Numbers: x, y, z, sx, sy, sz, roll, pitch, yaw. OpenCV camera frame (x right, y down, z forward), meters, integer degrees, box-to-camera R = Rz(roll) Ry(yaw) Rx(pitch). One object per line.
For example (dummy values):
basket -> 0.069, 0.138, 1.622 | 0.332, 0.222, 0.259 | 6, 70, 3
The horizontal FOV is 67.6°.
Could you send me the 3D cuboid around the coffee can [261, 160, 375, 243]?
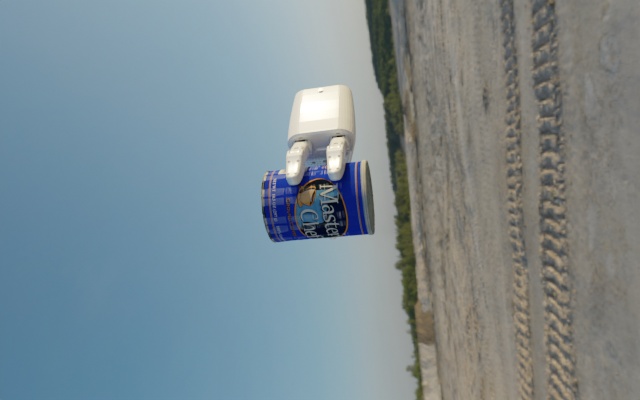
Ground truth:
coffee can -> 0.000, 0.002, 0.662 | 0.140, 0.103, 0.103 | -6, -1, 10
